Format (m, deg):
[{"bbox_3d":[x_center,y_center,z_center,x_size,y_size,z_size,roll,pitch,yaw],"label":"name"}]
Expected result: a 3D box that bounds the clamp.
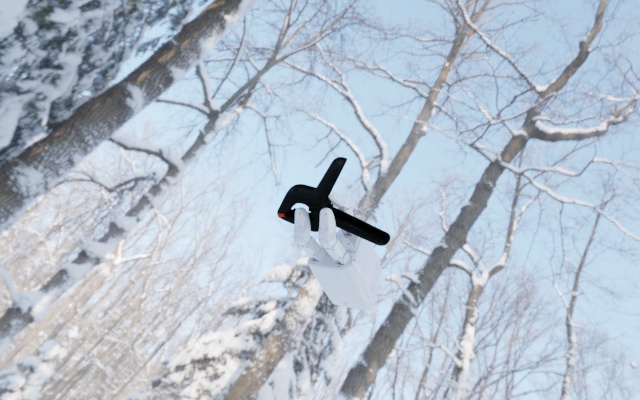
[{"bbox_3d":[0.000,0.002,0.785,0.210,0.165,0.036,1,38,41],"label":"clamp"}]
